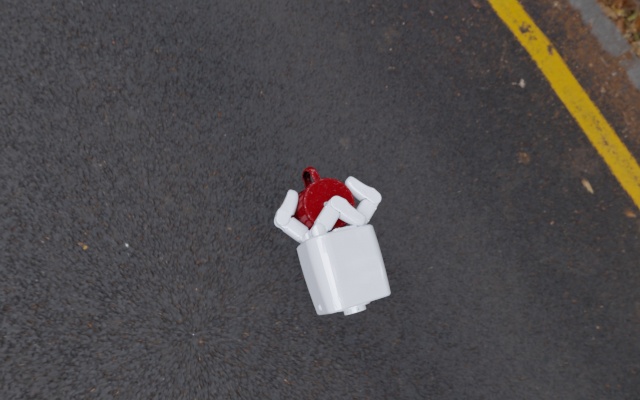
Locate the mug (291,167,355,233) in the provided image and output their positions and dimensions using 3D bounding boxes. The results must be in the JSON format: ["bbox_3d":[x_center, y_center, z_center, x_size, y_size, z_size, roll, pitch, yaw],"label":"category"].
[{"bbox_3d":[0.000,0.001,0.742,0.093,0.117,0.081,-15,-10,-18],"label":"mug"}]
